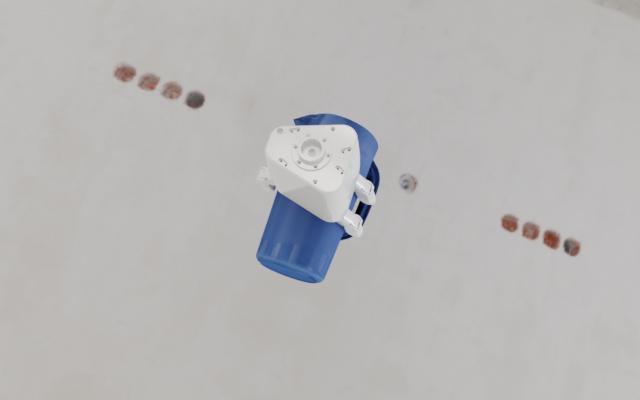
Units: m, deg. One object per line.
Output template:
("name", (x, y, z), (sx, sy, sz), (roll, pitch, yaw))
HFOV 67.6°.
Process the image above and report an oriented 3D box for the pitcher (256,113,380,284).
("pitcher", (0.000, 0.002, 0.741), (0.149, 0.242, 0.145), (17, -17, 9))
